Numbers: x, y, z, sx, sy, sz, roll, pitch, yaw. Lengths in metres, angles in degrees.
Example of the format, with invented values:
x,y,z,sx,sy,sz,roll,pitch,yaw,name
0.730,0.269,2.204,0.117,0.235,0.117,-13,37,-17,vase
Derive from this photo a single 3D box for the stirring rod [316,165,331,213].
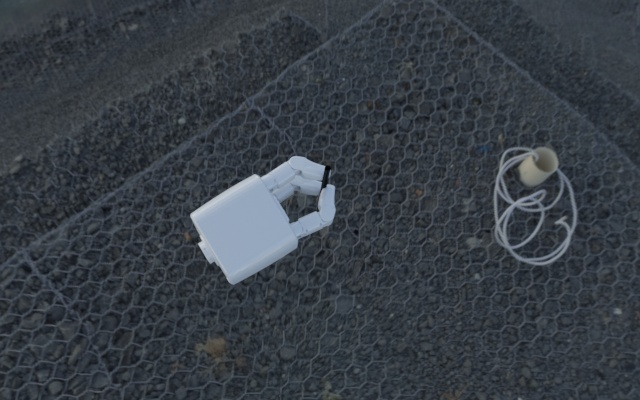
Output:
x,y,z,sx,sy,sz,roll,pitch,yaw,name
0.000,0.003,0.744,0.011,0.011,0.240,0,-22,-5,stirring rod
